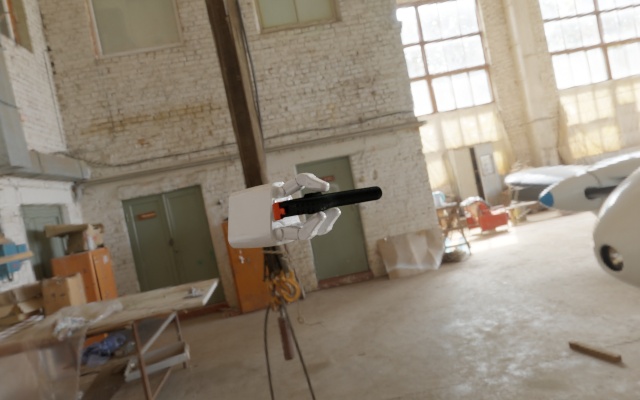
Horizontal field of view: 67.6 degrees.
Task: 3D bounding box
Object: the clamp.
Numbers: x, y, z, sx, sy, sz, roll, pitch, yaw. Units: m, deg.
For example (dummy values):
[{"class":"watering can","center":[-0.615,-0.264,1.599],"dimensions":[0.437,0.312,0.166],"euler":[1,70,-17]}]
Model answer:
[{"class":"clamp","center":[0.000,0.002,0.817],"dimensions":[0.164,0.036,0.210],"euler":[-8,3,30]}]
